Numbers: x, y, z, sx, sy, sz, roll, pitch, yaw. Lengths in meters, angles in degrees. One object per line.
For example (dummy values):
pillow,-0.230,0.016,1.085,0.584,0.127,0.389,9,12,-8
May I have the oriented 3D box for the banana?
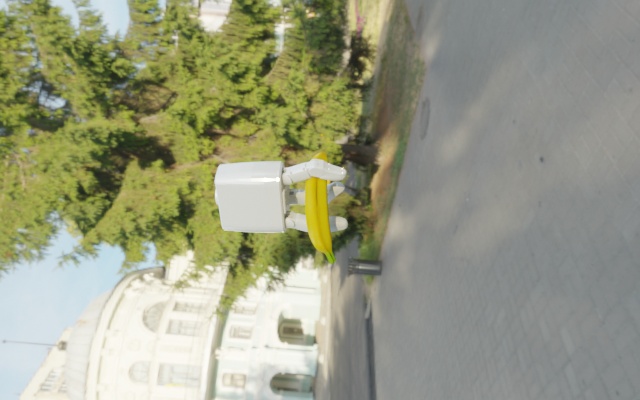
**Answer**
banana,-0.003,-0.002,0.764,0.037,0.197,0.070,-7,-24,9
